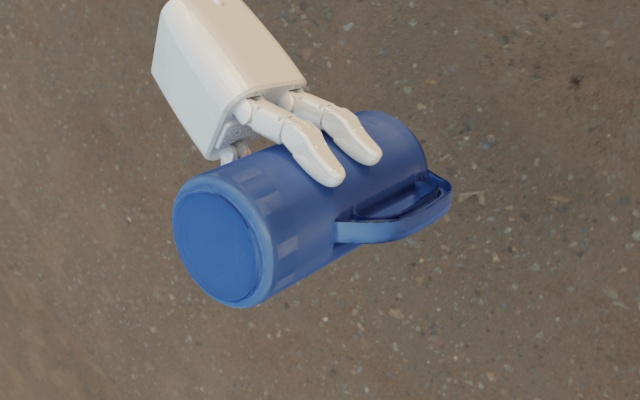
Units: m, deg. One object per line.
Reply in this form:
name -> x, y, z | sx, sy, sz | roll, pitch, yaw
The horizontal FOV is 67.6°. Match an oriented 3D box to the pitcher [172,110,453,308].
pitcher -> 0.000, 0.001, 0.437 | 0.149, 0.145, 0.242 | -39, -8, 40
